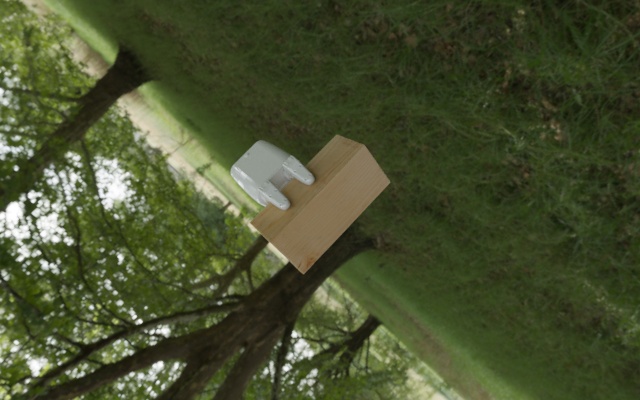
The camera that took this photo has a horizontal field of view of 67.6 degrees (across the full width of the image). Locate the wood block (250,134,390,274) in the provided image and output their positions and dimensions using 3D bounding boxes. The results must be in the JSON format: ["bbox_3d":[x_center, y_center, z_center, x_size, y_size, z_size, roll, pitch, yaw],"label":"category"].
[{"bbox_3d":[0.000,0.003,0.773,0.091,0.206,0.090,49,-10,-34],"label":"wood block"}]
